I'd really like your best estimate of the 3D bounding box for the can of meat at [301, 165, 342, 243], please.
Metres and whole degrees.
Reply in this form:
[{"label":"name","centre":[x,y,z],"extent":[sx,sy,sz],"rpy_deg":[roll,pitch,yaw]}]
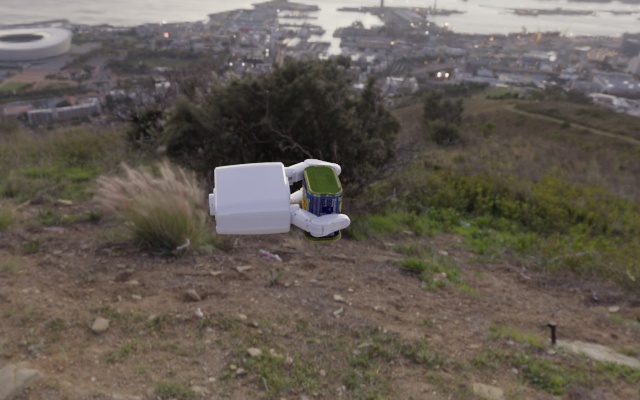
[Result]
[{"label":"can of meat","centre":[0.000,0.002,0.737],"extent":[0.057,0.084,0.102],"rpy_deg":[-2,30,-8]}]
